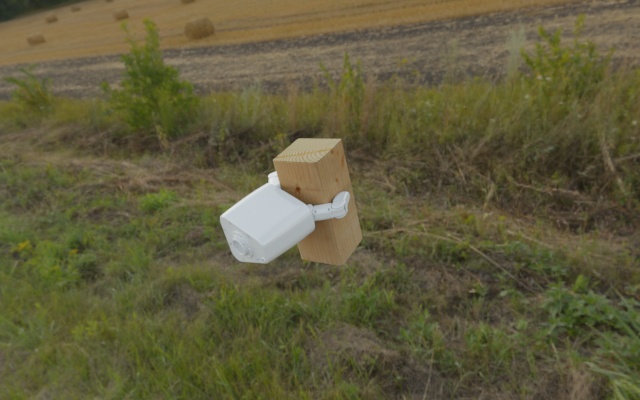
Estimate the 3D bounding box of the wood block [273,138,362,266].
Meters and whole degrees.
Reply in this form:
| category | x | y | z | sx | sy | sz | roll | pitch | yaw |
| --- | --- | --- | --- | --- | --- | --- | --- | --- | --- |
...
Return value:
| category | x | y | z | sx | sy | sz | roll | pitch | yaw |
| --- | --- | --- | --- | --- | --- | --- | --- | --- | --- |
| wood block | 0.000 | 0.003 | 0.845 | 0.091 | 0.206 | 0.090 | 6 | 34 | 32 |
